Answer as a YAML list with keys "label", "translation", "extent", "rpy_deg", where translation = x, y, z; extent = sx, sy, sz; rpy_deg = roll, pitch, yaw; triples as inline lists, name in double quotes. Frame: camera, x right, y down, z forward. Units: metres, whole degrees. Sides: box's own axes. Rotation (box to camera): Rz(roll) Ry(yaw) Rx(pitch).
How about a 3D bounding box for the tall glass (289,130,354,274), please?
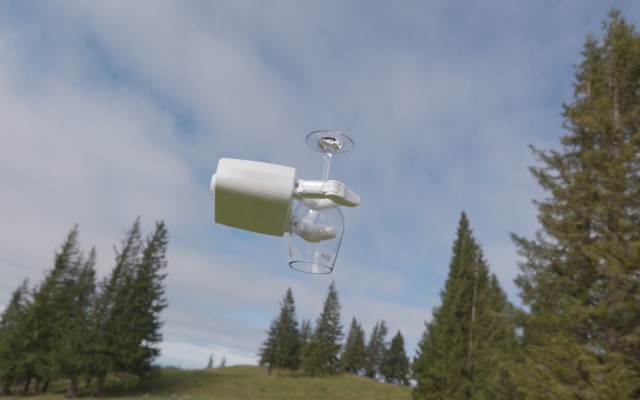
- label: "tall glass"
  translation: [0.000, 0.002, 0.695]
  extent: [0.079, 0.201, 0.079]
  rpy_deg: [7, -22, 3]
